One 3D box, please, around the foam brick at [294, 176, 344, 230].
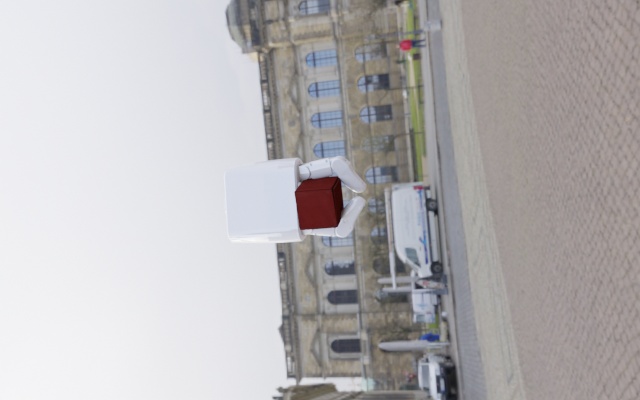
[{"bbox_3d":[0.000,0.002,0.633,0.051,0.053,0.078,-4,14,10],"label":"foam brick"}]
